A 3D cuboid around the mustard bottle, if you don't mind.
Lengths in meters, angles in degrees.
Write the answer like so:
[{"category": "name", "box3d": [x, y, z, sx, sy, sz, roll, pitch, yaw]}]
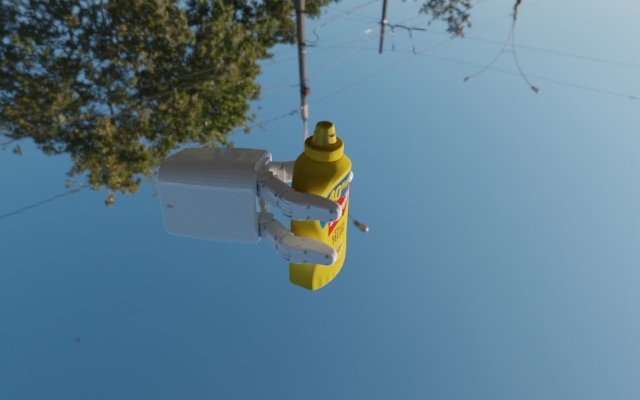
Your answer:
[{"category": "mustard bottle", "box3d": [0.000, 0.002, 0.536, 0.058, 0.192, 0.096, 18, 37, 22]}]
